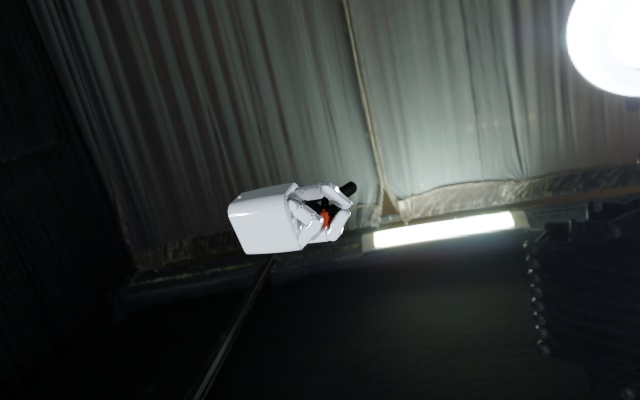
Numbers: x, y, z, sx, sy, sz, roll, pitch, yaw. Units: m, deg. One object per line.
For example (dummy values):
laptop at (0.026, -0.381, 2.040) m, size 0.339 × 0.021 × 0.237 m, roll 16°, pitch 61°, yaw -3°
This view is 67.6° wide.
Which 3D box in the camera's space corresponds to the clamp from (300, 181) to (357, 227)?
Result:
clamp at (0.000, 0.004, 0.893) m, size 0.120 × 0.039 × 0.171 m, roll -8°, pitch 17°, yaw 14°
